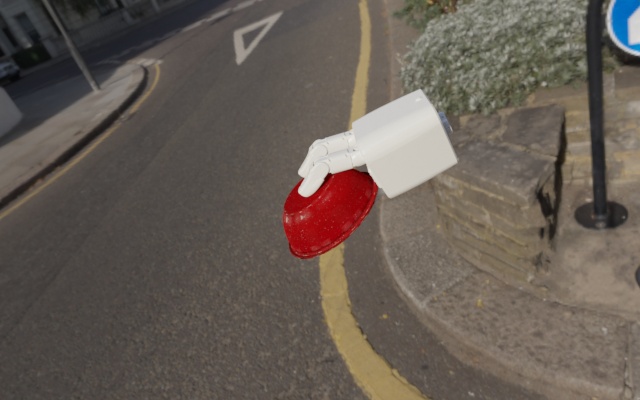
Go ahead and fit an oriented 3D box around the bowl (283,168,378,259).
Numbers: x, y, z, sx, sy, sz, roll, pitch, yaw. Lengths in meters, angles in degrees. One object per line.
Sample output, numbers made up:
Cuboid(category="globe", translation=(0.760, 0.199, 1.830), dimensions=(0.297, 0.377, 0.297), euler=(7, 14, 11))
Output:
Cuboid(category="bowl", translation=(-0.001, 0.003, 0.670), dimensions=(0.055, 0.162, 0.162), euler=(46, -23, -24))
